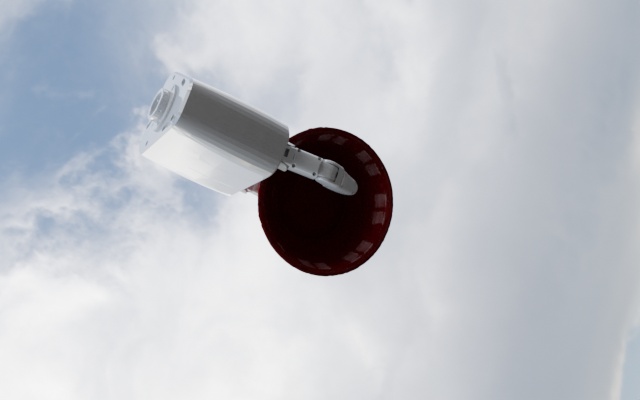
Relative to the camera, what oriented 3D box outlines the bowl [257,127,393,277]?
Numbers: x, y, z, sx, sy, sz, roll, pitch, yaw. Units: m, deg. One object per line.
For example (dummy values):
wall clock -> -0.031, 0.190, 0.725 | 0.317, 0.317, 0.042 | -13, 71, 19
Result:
bowl -> 0.001, 0.003, 0.539 | 0.162, 0.162, 0.055 | 0, -2, -23
